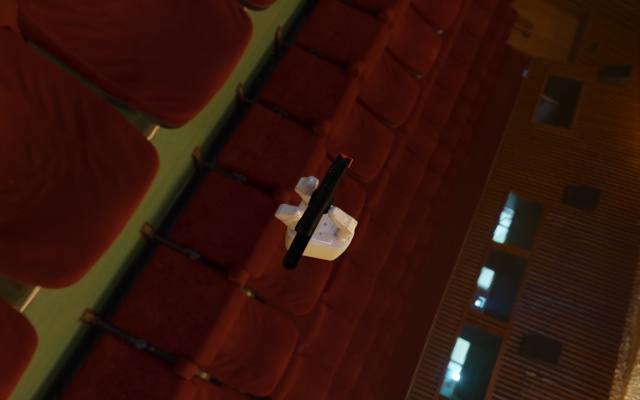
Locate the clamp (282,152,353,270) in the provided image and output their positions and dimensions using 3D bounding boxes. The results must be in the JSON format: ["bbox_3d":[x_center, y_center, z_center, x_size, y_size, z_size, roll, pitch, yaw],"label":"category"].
[{"bbox_3d":[0.001,0.003,0.764,0.036,0.210,0.165,28,-22,1],"label":"clamp"}]
